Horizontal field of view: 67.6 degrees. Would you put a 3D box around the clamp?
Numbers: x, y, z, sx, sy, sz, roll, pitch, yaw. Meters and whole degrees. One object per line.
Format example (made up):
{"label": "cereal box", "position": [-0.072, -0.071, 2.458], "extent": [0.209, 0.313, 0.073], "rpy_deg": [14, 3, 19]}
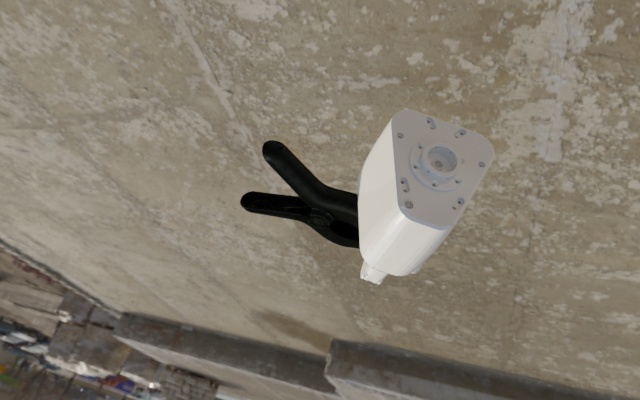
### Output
{"label": "clamp", "position": [0.000, 0.002, 0.496], "extent": [0.171, 0.039, 0.120], "rpy_deg": [19, -28, -1]}
